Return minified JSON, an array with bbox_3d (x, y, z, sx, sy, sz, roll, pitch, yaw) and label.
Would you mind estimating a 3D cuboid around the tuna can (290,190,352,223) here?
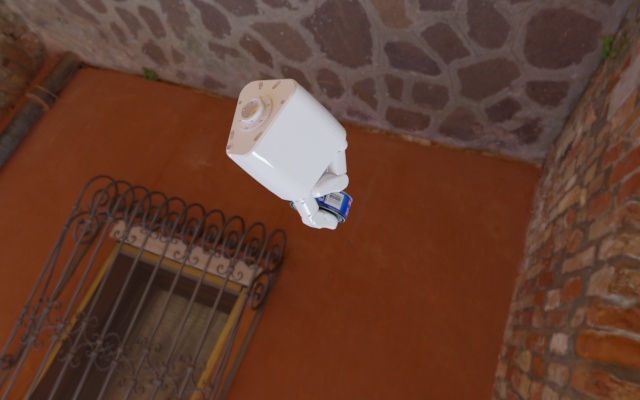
[{"bbox_3d":[0.000,0.003,0.682,0.086,0.033,0.086,17,-15,5],"label":"tuna can"}]
